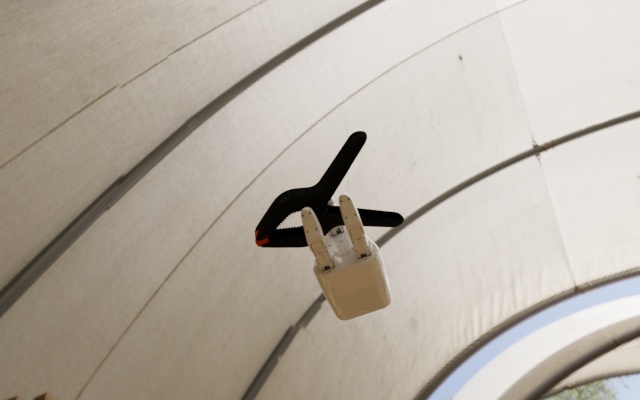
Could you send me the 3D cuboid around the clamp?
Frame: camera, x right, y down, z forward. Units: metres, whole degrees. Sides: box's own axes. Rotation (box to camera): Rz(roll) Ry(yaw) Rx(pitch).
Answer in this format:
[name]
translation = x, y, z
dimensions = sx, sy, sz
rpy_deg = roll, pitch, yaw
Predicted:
[clamp]
translation = 0.000, 0.002, 0.661
dimensions = 0.210, 0.165, 0.036
rpy_deg = -20, 33, 2
